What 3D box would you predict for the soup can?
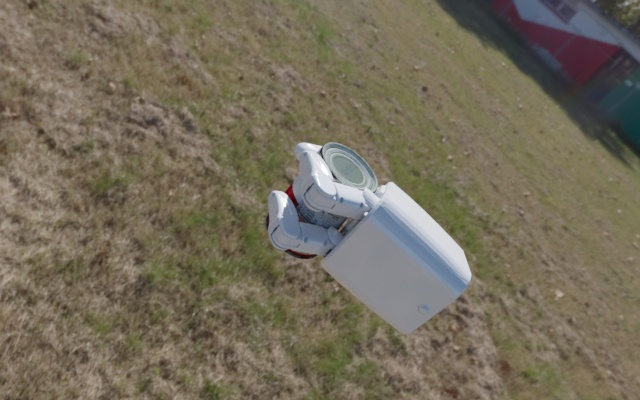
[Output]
[{"bbox_3d":[0.000,0.001,0.471,0.068,0.068,0.102,0,-40,-46],"label":"soup can"}]
